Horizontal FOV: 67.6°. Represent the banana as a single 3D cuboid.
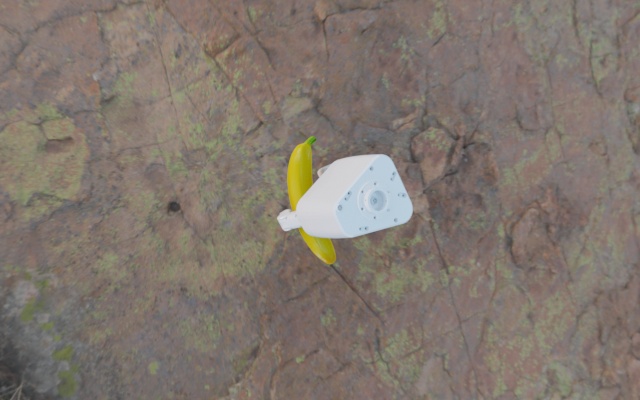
[{"bbox_3d":[-0.015,0.001,0.706,0.069,0.198,0.037,-7,-2,-38],"label":"banana"}]
